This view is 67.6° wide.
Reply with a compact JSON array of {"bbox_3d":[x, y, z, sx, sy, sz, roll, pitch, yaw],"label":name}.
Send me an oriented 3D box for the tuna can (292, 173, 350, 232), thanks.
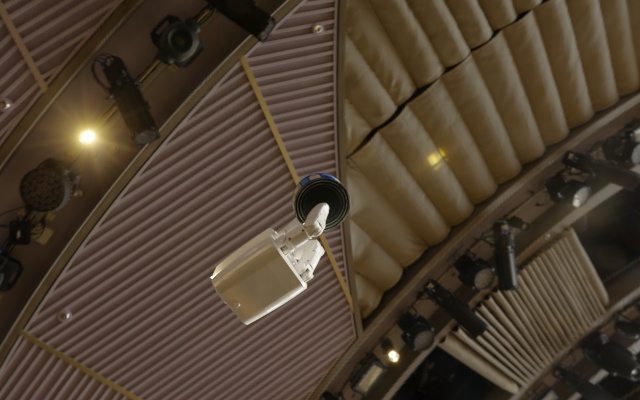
[{"bbox_3d":[0.000,0.002,0.726,0.086,0.086,0.033,0,19,-12],"label":"tuna can"}]
